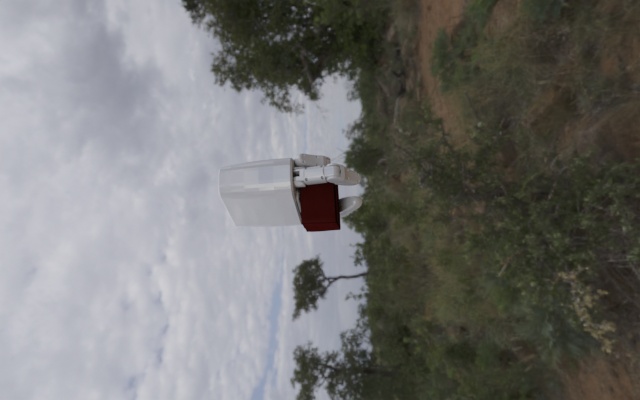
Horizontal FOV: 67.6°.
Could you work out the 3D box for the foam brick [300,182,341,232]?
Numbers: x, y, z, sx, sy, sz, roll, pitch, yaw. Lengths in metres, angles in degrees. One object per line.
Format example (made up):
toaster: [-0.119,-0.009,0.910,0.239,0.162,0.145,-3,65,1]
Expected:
foam brick: [0.000,0.002,0.685,0.051,0.078,0.053,-5,-18,6]
